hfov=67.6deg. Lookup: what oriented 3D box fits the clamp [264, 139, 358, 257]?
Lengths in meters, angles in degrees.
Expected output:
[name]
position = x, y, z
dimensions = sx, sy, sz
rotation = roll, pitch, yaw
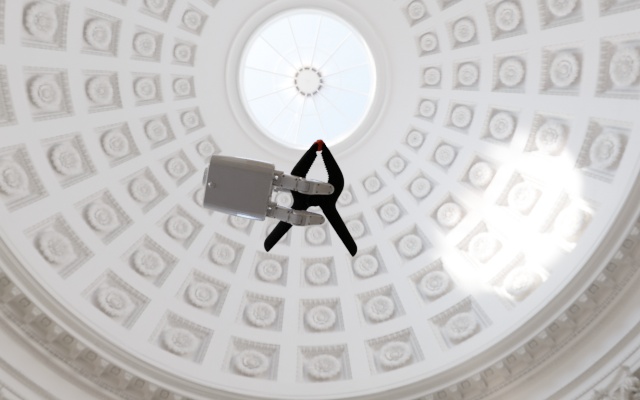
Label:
[clamp]
position = 0.000, 0.002, 0.819
dimensions = 0.164, 0.210, 0.036
rotation = 10, 14, -8
